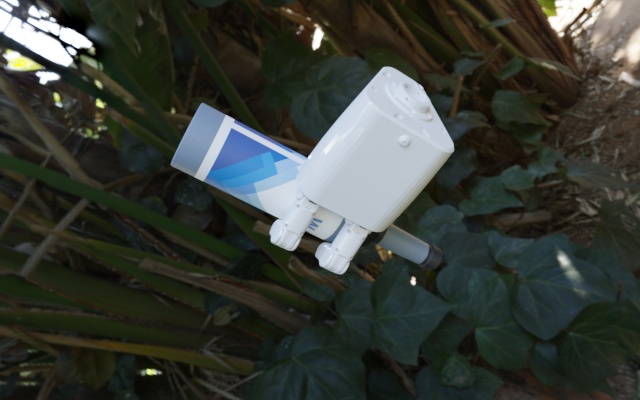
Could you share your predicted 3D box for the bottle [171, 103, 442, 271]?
[{"bbox_3d":[0.000,0.002,0.489,0.296,0.069,0.069,27,-8,-16],"label":"bottle"}]
